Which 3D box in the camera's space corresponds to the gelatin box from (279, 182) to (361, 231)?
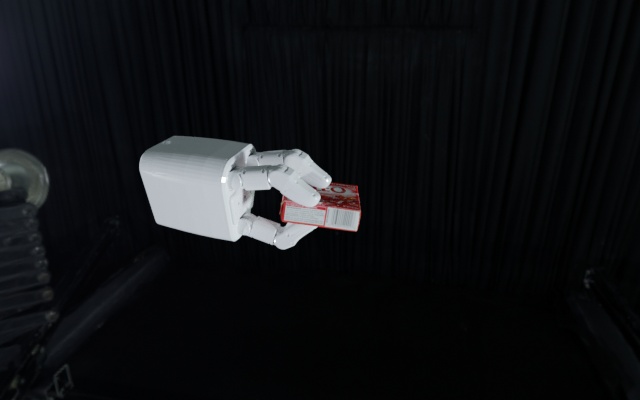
[{"bbox_3d":[0.000,0.002,0.558,0.089,0.030,0.073,8,24,-3],"label":"gelatin box"}]
